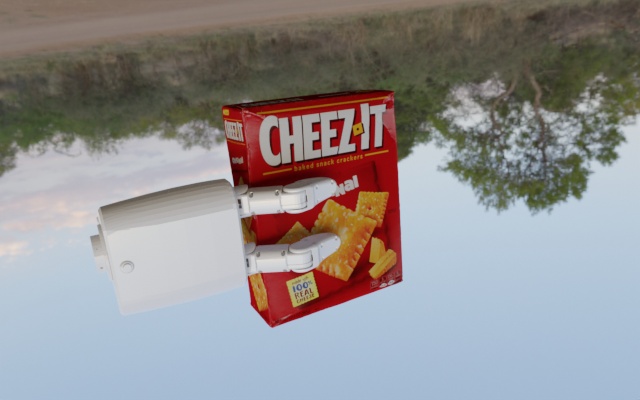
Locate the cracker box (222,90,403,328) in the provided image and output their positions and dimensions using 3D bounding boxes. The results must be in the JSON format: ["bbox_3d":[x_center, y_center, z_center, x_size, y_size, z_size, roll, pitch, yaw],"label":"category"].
[{"bbox_3d":[0.000,0.002,0.492,0.164,0.214,0.072,-13,17,-25],"label":"cracker box"}]
